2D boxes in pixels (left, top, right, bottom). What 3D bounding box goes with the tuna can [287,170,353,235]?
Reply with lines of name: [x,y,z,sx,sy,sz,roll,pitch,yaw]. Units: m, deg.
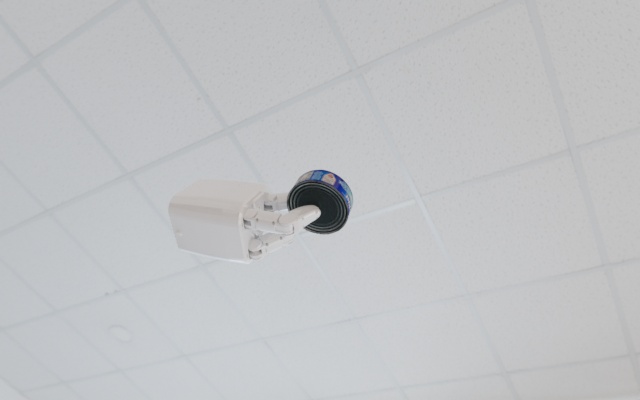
tuna can: [0.000,0.002,0.642,0.086,0.086,0.033,0,33,20]
